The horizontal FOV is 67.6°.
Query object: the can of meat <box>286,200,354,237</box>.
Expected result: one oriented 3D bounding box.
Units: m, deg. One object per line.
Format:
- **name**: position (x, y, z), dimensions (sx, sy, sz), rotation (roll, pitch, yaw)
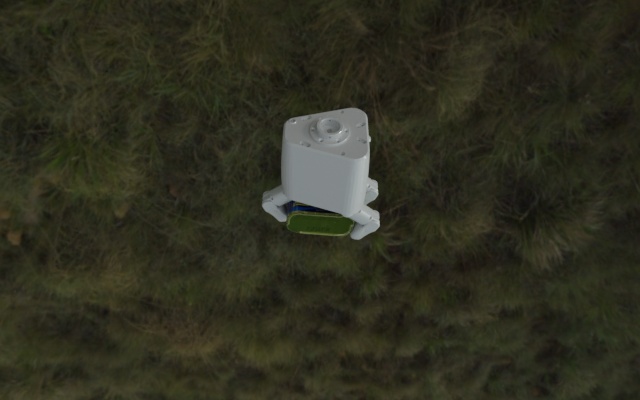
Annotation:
- **can of meat**: position (0.000, 0.003, 0.700), dimensions (0.102, 0.084, 0.057), rotation (4, -37, -4)
